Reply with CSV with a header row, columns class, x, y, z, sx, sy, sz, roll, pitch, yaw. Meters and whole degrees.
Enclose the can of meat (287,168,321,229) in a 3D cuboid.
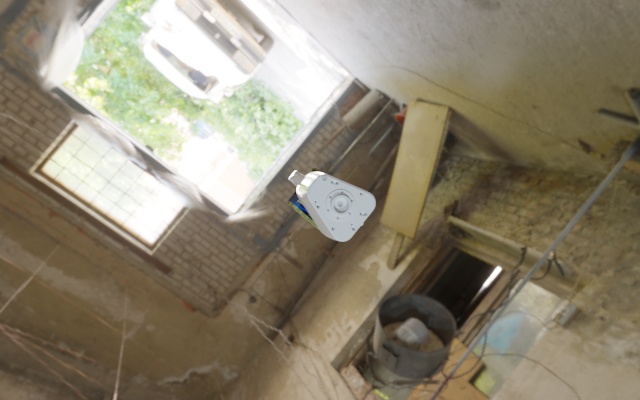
class,x,y,z,sx,sy,sz,roll,pitch,yaw
can of meat,0.000,0.003,0.900,0.102,0.084,0.057,40,-4,-13
